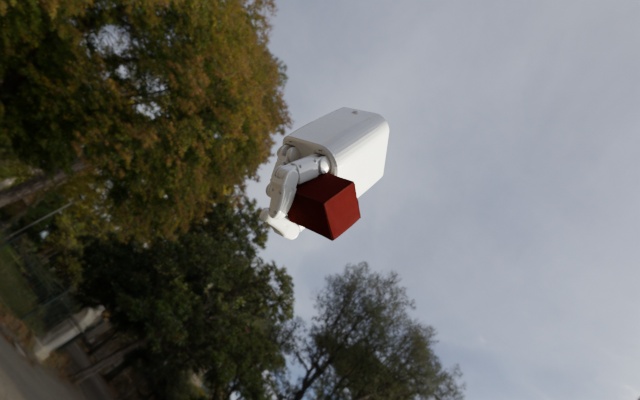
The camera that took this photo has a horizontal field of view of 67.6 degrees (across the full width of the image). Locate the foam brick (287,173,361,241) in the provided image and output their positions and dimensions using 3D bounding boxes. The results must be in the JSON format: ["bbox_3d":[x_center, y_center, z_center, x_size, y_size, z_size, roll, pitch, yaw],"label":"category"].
[{"bbox_3d":[0.000,0.002,0.554,0.051,0.053,0.078,-34,38,-31],"label":"foam brick"}]
